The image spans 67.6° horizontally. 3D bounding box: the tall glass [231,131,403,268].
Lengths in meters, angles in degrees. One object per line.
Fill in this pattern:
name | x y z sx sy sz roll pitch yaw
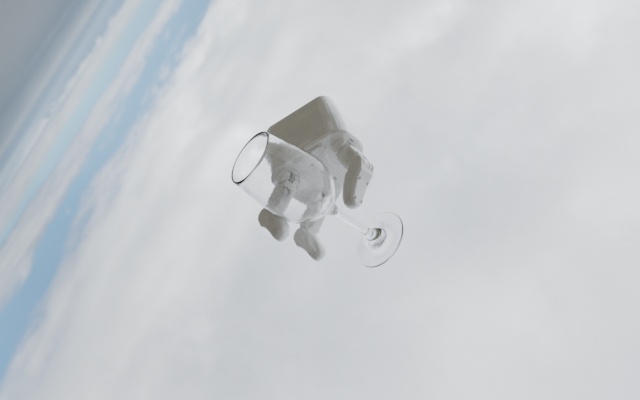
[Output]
tall glass | 0.001 0.002 0.534 0.201 0.079 0.079 32 -18 -31
